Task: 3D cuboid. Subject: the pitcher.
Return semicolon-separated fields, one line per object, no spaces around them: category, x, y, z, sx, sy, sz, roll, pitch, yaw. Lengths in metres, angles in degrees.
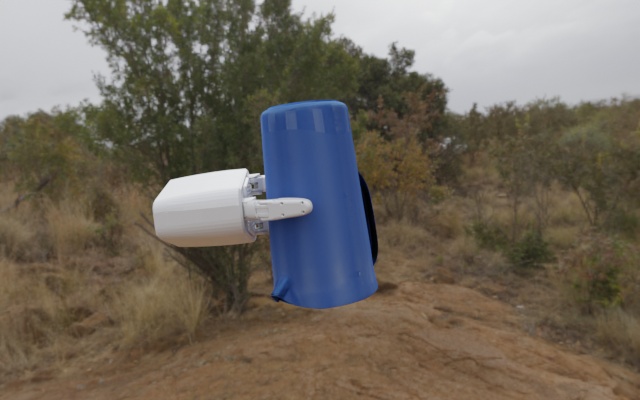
pitcher;0.000;0.002;0.604;0.145;0.243;0.149;-6;6;1
